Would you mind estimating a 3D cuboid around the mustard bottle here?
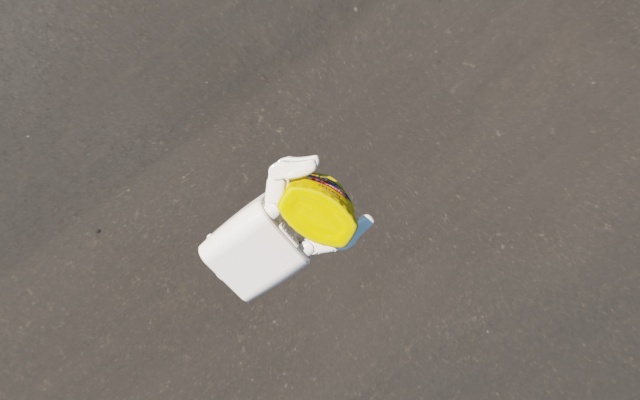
[{"bbox_3d":[0.000,0.002,0.636,0.096,0.058,0.191,29,11,-3],"label":"mustard bottle"}]
